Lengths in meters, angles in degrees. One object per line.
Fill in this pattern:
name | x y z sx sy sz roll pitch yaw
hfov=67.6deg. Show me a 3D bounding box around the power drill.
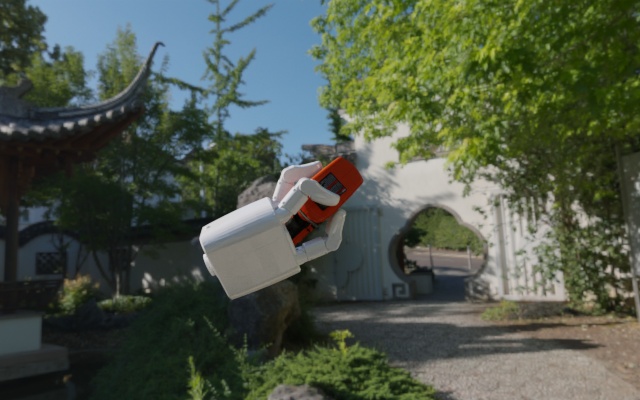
power drill | 0.000 0.002 0.754 0.184 0.057 0.188 -44 -3 -25
